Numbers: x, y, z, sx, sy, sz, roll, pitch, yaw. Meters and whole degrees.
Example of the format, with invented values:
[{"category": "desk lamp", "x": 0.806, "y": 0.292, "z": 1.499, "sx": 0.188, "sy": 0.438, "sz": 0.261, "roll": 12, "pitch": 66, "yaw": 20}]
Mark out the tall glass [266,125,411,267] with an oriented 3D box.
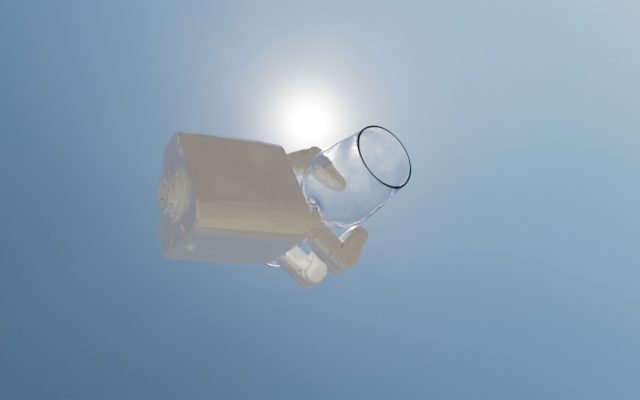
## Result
[{"category": "tall glass", "x": 0.000, "y": 0.002, "z": 0.484, "sx": 0.079, "sy": 0.079, "sz": 0.201, "roll": 0, "pitch": -24, "yaw": -39}]
